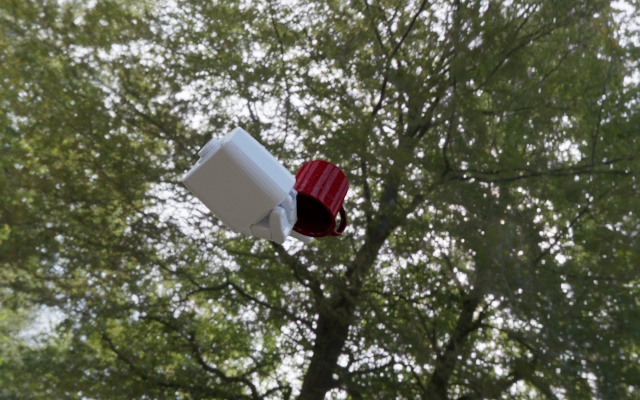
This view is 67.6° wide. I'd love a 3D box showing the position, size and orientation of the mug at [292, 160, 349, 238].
[{"bbox_3d":[0.001,0.003,0.709,0.093,0.081,0.117,-24,-62,43],"label":"mug"}]
